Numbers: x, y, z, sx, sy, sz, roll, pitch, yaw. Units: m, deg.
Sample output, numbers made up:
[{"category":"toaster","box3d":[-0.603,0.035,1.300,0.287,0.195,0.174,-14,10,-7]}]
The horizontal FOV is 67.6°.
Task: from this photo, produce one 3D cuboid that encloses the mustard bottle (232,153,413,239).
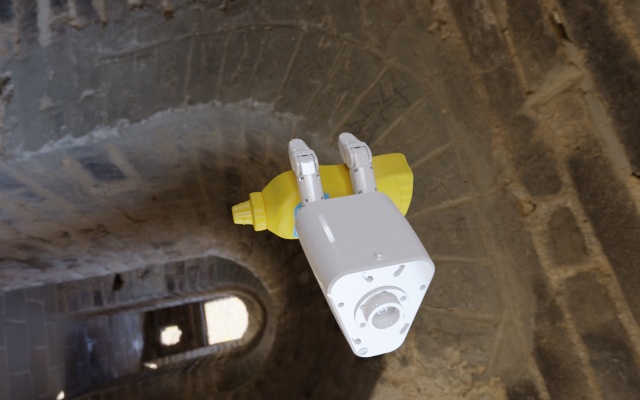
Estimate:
[{"category":"mustard bottle","box3d":[0.000,0.001,0.525,0.191,0.058,0.096,-9,-34,-12]}]
